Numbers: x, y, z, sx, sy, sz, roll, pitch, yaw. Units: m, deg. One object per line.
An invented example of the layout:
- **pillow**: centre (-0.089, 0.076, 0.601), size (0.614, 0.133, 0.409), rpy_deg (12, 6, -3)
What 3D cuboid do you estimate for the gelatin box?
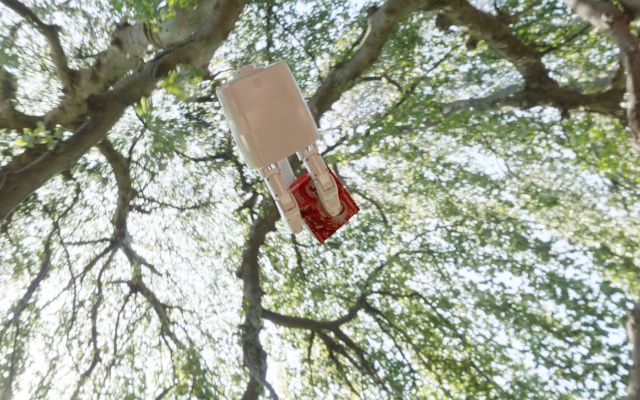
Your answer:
- **gelatin box**: centre (0.000, 0.002, 0.645), size (0.073, 0.089, 0.030), rpy_deg (-41, 25, -9)
